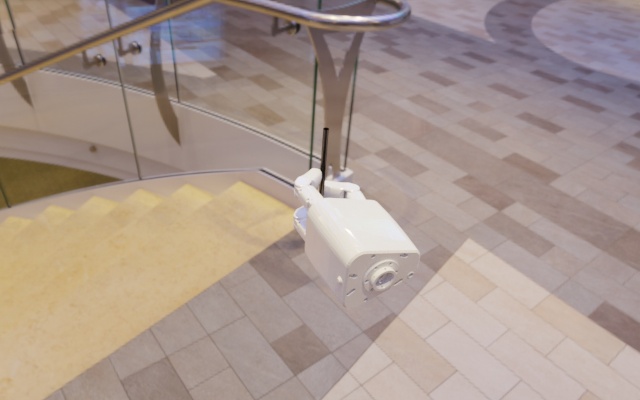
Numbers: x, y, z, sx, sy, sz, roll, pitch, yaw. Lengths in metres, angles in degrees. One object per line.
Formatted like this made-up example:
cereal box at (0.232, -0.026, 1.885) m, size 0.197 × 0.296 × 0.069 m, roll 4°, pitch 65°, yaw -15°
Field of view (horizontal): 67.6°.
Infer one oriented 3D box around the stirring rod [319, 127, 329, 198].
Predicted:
stirring rod at (0.000, 0.002, 0.704) m, size 0.011 × 0.240 × 0.011 m, roll 3°, pitch 36°, yaw -2°
